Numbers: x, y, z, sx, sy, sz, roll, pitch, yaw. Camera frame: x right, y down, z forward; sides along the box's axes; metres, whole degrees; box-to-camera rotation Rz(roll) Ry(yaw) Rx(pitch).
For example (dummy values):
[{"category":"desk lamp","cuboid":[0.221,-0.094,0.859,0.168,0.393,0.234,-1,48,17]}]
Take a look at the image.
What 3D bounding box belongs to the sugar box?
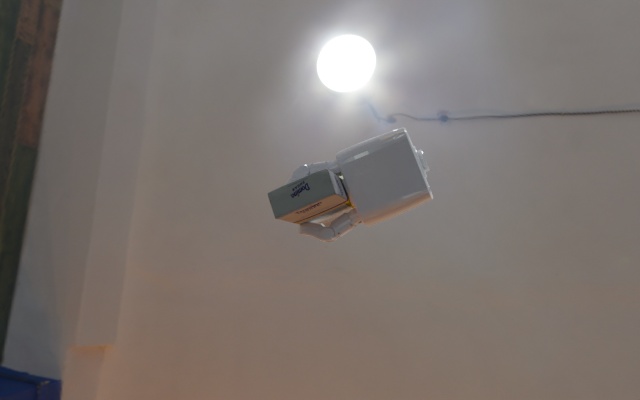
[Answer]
[{"category":"sugar box","cuboid":[0.000,0.002,0.713,0.093,0.048,0.176,-23,-16,13]}]
